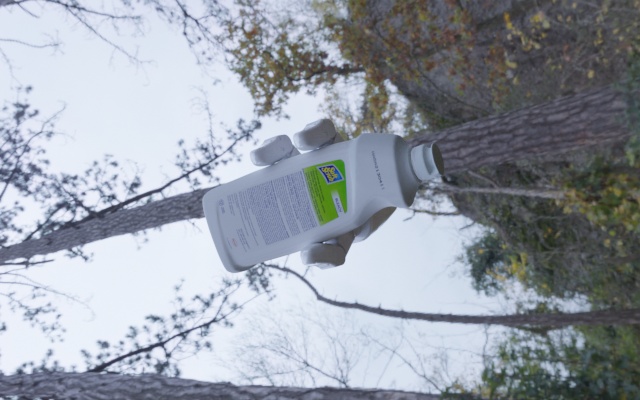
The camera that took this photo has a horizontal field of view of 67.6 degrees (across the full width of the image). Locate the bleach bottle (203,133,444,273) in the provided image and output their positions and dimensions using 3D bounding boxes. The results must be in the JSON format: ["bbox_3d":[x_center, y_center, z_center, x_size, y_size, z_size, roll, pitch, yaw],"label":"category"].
[{"bbox_3d":[0.000,0.001,0.475,0.251,0.102,0.068,-16,6,30],"label":"bleach bottle"}]
